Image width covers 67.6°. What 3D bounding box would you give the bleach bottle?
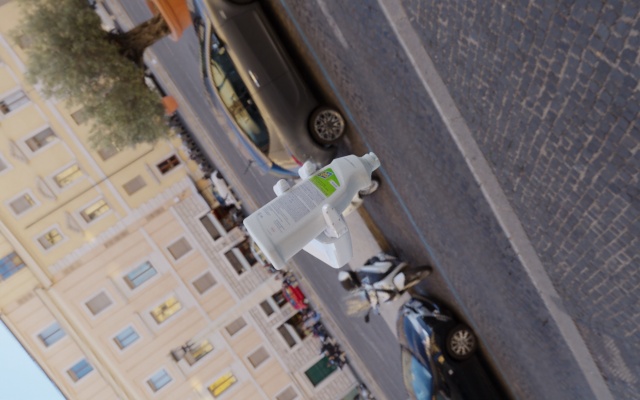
[{"bbox_3d":[0.000,0.003,0.805,0.251,0.102,0.068,-35,-35,-12],"label":"bleach bottle"}]
